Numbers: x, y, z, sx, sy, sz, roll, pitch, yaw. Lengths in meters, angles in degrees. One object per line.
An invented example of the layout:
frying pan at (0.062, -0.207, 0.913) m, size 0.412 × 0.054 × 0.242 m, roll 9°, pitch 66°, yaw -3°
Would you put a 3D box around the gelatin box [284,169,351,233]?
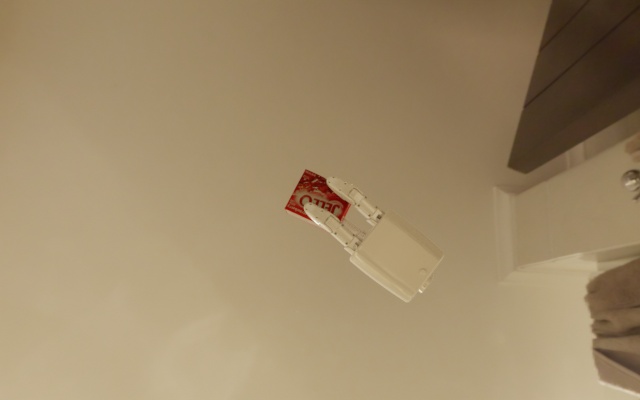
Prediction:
gelatin box at (0.000, 0.002, 0.743) m, size 0.089 × 0.073 × 0.030 m, roll 24°, pitch -15°, yaw 11°
